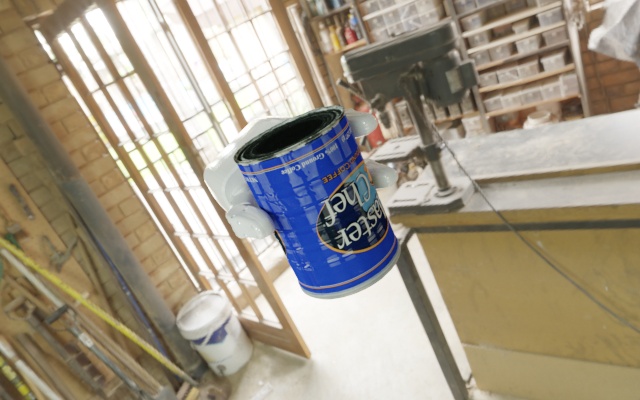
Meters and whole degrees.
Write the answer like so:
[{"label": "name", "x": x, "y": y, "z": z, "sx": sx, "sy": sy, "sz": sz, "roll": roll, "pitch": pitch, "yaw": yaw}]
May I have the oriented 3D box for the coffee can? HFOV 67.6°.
[{"label": "coffee can", "x": 0.000, "y": 0.002, "z": 0.426, "sx": 0.103, "sy": 0.140, "sz": 0.102, "roll": -21, "pitch": 22, "yaw": 9}]
